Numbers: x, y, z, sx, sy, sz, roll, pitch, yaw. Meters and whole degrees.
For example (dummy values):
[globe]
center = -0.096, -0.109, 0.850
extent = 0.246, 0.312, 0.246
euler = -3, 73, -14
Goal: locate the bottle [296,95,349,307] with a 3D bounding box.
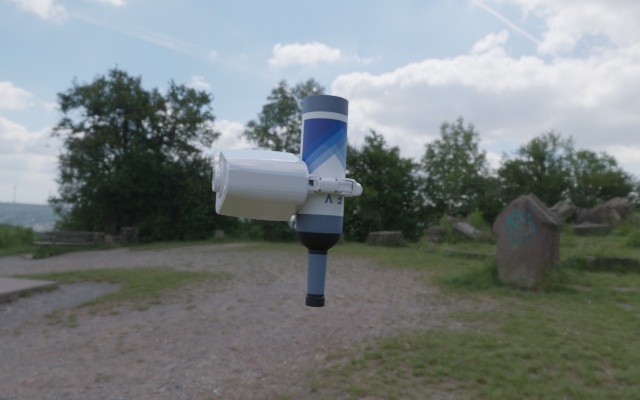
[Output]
[bottle]
center = 0.000, 0.002, 0.684
extent = 0.069, 0.295, 0.069
euler = 3, -3, 0
